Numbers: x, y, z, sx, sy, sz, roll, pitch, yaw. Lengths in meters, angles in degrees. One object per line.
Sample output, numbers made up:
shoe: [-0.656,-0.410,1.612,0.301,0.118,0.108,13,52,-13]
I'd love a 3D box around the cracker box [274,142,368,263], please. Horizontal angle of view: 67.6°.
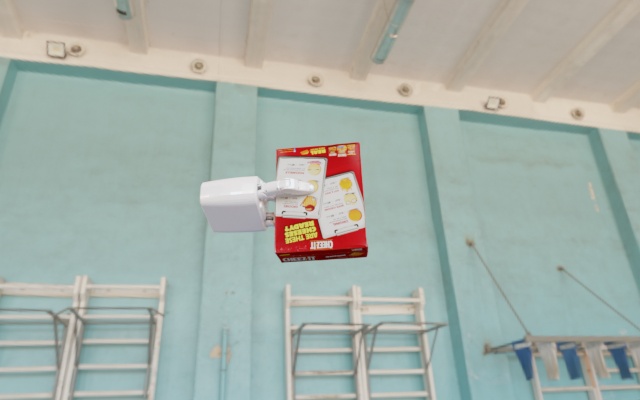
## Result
cracker box: [0.000,0.003,0.894,0.164,0.213,0.072,-4,-25,5]
